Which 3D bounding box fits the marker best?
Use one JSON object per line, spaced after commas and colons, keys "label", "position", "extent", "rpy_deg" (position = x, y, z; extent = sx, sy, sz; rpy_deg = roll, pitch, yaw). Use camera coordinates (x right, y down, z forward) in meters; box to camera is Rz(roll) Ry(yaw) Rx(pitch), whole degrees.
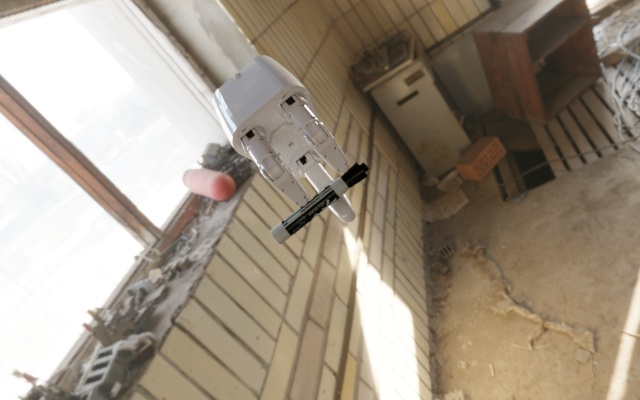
{"label": "marker", "position": [0.000, 0.002, 0.496], "extent": [0.121, 0.020, 0.020], "rpy_deg": [-39, -2, 3]}
